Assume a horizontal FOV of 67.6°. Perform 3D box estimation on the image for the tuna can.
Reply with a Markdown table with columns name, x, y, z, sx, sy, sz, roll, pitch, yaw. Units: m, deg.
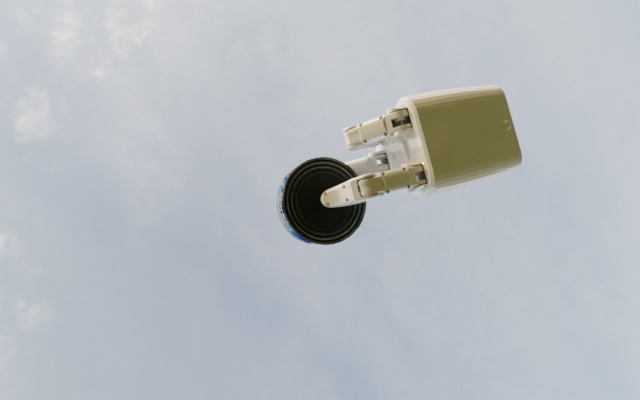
| name | x | y | z | sx | sy | sz | roll | pitch | yaw |
| --- | --- | --- | --- | --- | --- | --- | --- | --- | --- |
| tuna can | 0.000 | 0.002 | 0.477 | 0.086 | 0.086 | 0.034 | 0 | -5 | -18 |
